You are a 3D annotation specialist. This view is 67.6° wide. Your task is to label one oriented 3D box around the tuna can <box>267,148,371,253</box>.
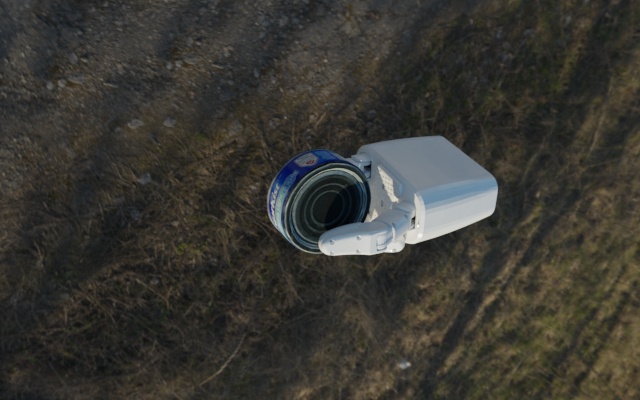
[{"bbox_3d":[0.000,0.002,0.407,0.086,0.086,0.033,0,23,-31],"label":"tuna can"}]
